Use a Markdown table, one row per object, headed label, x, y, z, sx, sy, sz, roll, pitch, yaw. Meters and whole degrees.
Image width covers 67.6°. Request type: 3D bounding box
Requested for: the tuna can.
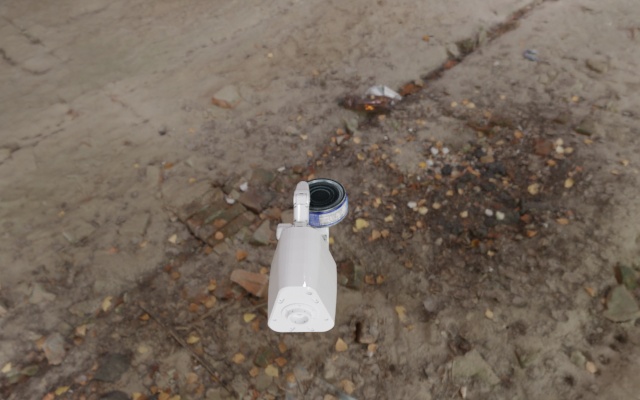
| label | x | y | z | sx | sy | sz | roll | pitch | yaw |
| --- | --- | --- | --- | --- | --- | --- | --- | --- | --- |
| tuna can | 0.000 | 0.002 | 0.753 | 0.086 | 0.034 | 0.086 | -4 | 40 | 3 |
